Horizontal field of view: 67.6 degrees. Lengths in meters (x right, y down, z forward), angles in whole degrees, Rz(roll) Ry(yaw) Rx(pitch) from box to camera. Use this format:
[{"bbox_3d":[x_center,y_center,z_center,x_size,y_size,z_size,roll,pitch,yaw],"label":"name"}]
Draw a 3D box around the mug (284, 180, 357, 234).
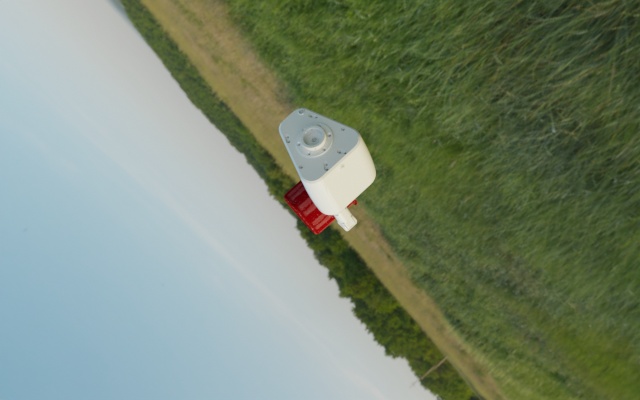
[{"bbox_3d":[0.000,0.003,0.760,0.093,0.081,0.117,46,-5,26],"label":"mug"}]
